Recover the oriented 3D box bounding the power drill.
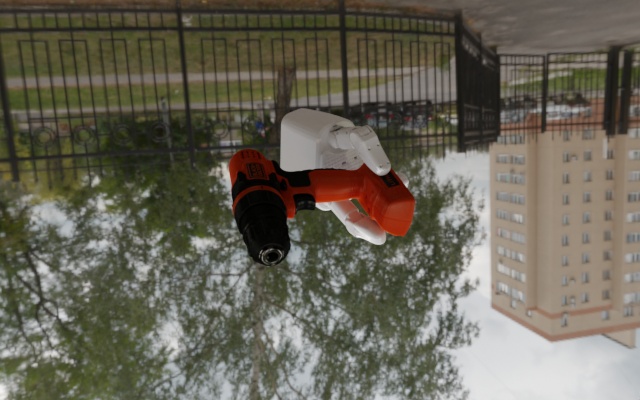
[{"bbox_3d":[0.000,0.002,0.508,0.187,0.057,0.184,2,32,-18],"label":"power drill"}]
